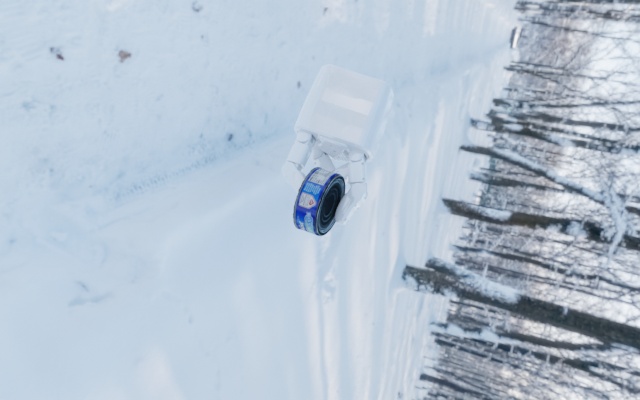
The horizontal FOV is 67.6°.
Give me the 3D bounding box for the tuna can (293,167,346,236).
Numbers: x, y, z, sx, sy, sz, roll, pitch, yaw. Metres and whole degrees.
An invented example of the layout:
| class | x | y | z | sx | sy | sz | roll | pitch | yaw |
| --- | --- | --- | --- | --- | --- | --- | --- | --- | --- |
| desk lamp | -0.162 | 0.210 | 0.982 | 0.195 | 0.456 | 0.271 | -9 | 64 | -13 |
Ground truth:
| class | x | y | z | sx | sy | sz | roll | pitch | yaw |
| --- | --- | --- | --- | --- | --- | --- | --- | --- | --- |
| tuna can | 0.001 | 0.002 | 0.618 | 0.033 | 0.086 | 0.086 | 19 | 7 | 21 |
